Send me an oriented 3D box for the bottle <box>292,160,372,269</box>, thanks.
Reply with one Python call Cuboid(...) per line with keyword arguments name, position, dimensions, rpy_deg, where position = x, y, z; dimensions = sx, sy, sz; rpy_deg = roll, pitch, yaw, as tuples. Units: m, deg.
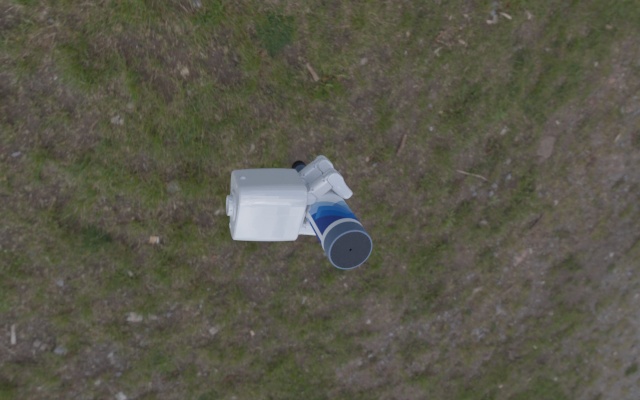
Cuboid(name="bottle", position=(0.000, 0.003, 0.797), dimensions=(0.069, 0.069, 0.295), rpy_deg=(0, 27, -19))
